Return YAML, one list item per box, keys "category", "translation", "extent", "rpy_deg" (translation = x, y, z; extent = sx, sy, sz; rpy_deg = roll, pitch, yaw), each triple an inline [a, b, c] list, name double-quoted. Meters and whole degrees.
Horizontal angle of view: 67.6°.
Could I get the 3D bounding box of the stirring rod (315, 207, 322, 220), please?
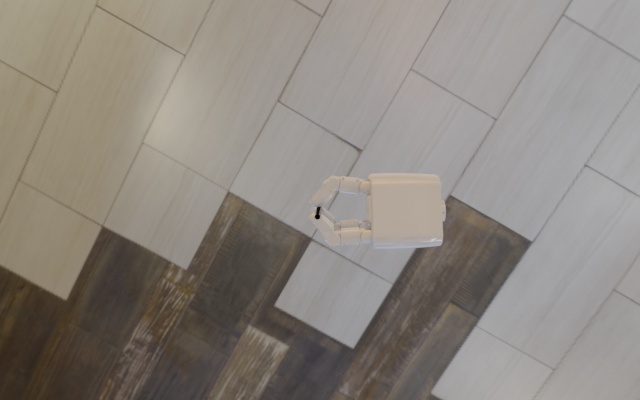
- category: "stirring rod"
  translation: [0.000, 0.003, 0.795]
  extent: [0.011, 0.011, 0.239]
  rpy_deg: [0, 10, 2]
